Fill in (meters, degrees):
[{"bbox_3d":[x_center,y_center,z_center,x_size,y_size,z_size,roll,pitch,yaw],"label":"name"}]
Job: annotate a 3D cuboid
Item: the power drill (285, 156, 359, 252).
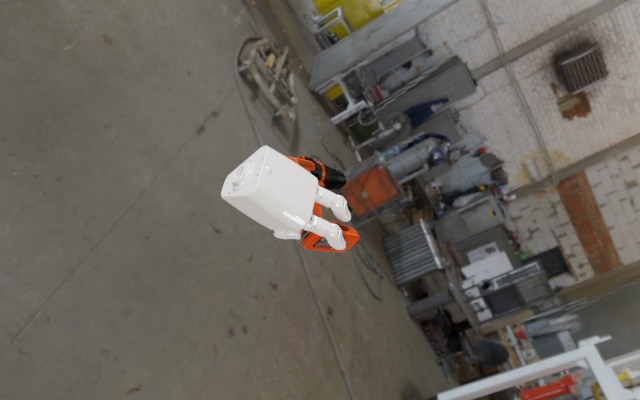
[{"bbox_3d":[0.000,0.003,0.867,0.184,0.187,0.057,8,-45,-40],"label":"power drill"}]
